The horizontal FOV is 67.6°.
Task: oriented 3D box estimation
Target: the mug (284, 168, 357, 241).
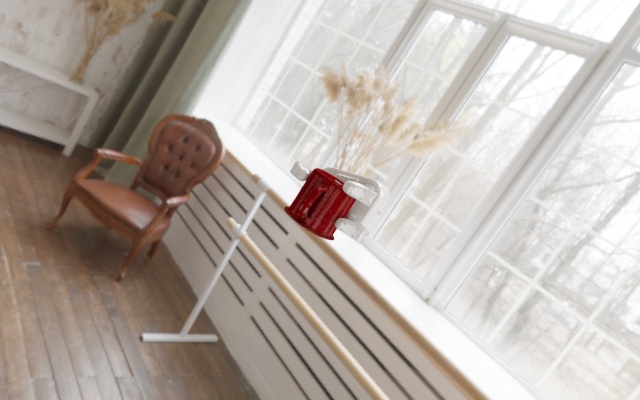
[{"bbox_3d":[0.000,0.002,0.727,0.093,0.081,0.117,36,9,18],"label":"mug"}]
